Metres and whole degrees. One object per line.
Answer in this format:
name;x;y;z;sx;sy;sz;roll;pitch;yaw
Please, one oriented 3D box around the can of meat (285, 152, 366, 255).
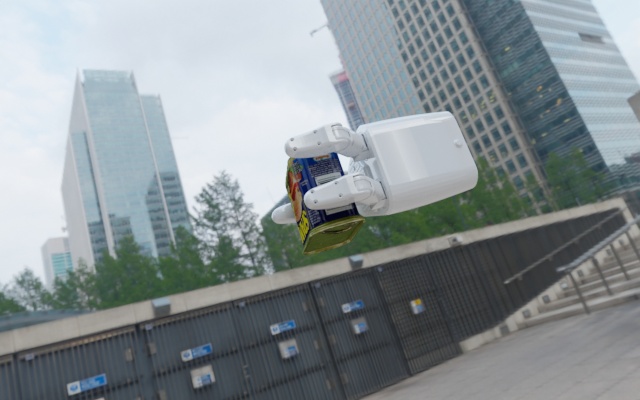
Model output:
can of meat;0.000;0.001;0.497;0.057;0.084;0.102;-14;-17;-12
